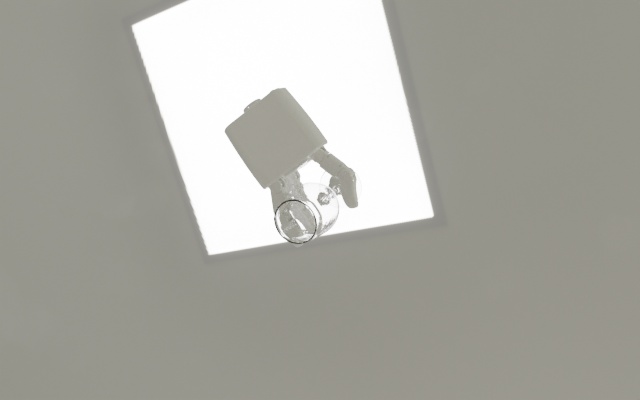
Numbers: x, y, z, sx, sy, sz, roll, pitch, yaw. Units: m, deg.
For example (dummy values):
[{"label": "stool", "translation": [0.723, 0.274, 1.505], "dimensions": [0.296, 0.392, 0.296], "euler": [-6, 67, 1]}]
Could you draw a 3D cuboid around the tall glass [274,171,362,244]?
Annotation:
[{"label": "tall glass", "translation": [0.000, 0.002, 0.716], "dimensions": [0.079, 0.079, 0.201], "euler": [0, 16, 20]}]
